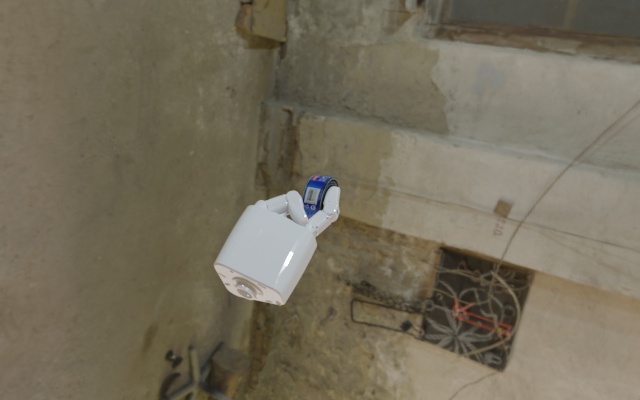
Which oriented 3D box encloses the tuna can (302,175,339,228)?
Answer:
[{"bbox_3d":[0.001,0.003,0.775,0.034,0.086,0.086,10,4,21],"label":"tuna can"}]
